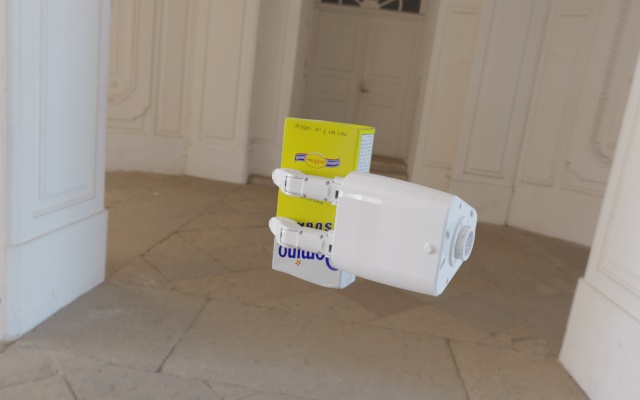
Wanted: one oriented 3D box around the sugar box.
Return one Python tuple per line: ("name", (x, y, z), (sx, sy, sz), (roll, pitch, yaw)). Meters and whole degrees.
("sugar box", (0.000, 0.002, 0.527), (0.093, 0.176, 0.048), (13, 12, 28))
